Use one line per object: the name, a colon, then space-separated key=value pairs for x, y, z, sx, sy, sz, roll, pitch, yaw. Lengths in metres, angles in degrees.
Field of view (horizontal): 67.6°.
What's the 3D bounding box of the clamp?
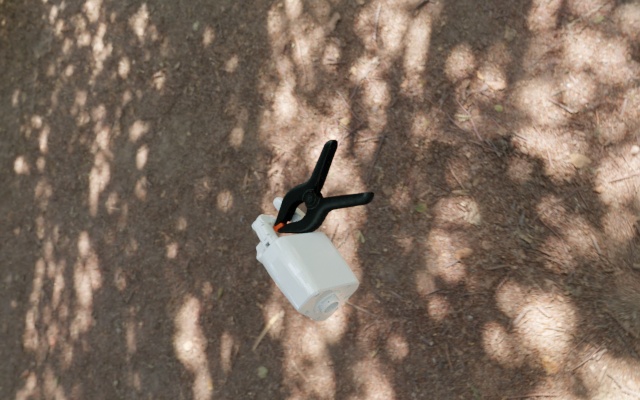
clamp: x=0.000 y=0.002 z=0.740 sx=0.039 sy=0.171 sz=0.120 roll=17 pitch=28 yaw=-54
